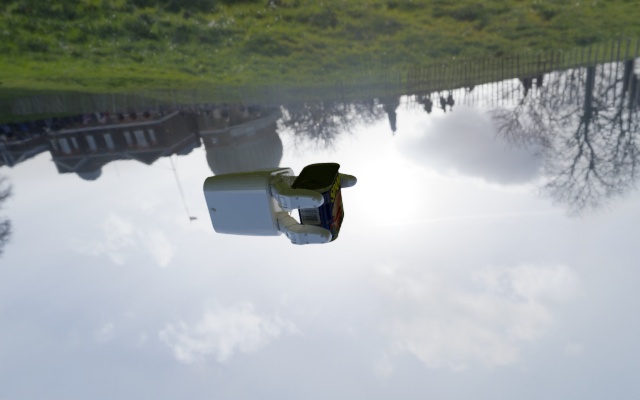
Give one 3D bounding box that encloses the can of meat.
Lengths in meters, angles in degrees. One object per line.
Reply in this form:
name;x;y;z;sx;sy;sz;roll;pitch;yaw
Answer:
can of meat;0.000;0.002;0.683;0.057;0.084;0.102;-2;25;14
